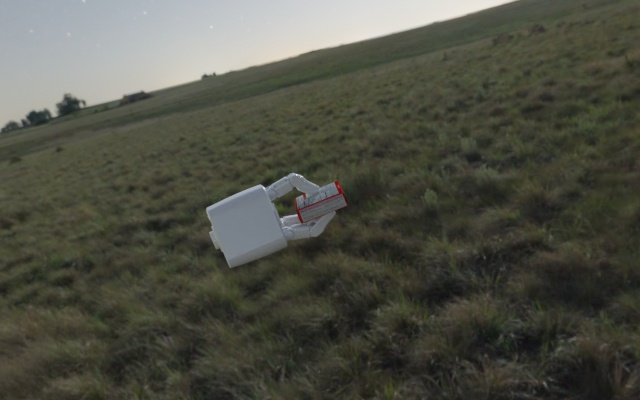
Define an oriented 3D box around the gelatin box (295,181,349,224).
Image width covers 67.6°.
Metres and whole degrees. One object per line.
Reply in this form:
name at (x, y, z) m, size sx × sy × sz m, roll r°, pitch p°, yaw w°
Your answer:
gelatin box at (0.000, 0.002, 0.845) m, size 0.089 × 0.030 × 0.073 m, roll -23°, pitch 18°, yaw 2°
